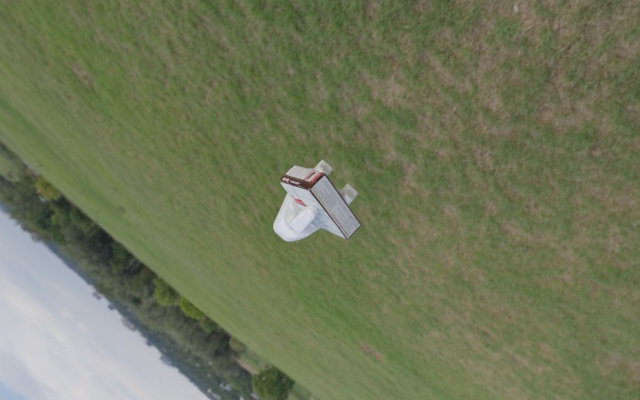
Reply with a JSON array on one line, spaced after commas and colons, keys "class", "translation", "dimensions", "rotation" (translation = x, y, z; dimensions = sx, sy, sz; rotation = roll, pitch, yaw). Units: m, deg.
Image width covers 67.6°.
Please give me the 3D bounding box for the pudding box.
[{"class": "pudding box", "translation": [0.000, 0.002, 0.724], "dimensions": [0.090, 0.039, 0.113], "rotation": [18, -28, 54]}]
